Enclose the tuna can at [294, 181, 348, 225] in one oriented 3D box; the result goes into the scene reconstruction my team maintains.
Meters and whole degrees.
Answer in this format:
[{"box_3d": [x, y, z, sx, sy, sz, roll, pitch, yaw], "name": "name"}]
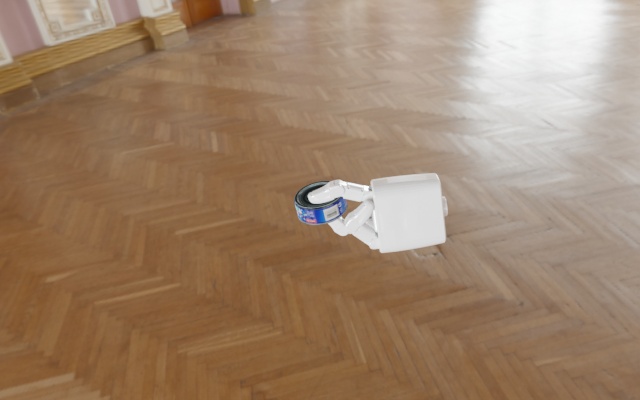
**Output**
[{"box_3d": [0.000, 0.002, 0.792, 0.086, 0.034, 0.086, -10, 32, 6], "name": "tuna can"}]
